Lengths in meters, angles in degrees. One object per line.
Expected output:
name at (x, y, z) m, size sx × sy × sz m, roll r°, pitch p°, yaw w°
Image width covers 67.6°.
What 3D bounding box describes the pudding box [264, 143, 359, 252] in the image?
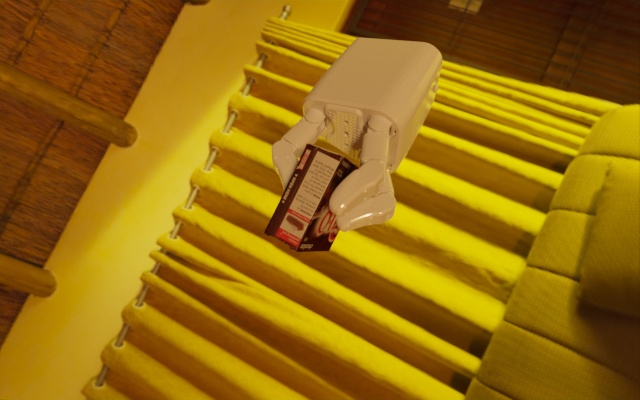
pudding box at (0.000, 0.001, 0.447) m, size 0.039 × 0.090 × 0.113 m, roll 26°, pitch 2°, yaw 18°
